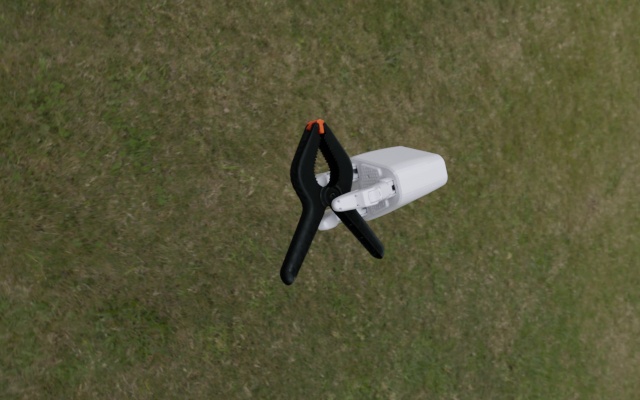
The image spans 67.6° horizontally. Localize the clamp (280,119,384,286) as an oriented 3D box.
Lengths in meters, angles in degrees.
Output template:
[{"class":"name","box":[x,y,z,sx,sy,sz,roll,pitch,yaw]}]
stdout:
[{"class":"clamp","box":[0.001,0.001,0.627,0.164,0.210,0.036,-19,9,-33]}]
